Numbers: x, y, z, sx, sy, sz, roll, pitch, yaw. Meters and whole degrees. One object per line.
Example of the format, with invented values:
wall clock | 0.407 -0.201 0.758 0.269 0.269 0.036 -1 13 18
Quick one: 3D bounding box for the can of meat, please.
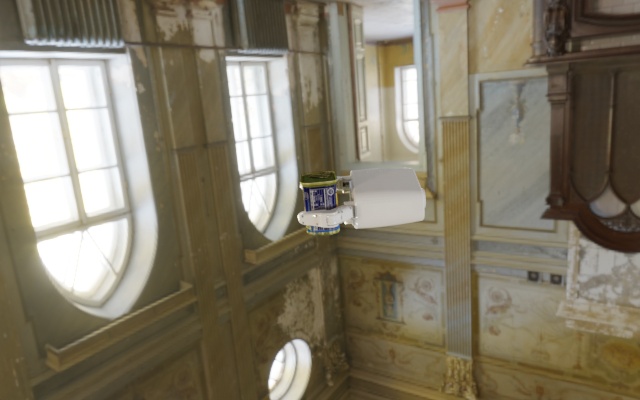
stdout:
can of meat | 0.000 0.003 0.763 0.057 0.084 0.102 -5 13 0
